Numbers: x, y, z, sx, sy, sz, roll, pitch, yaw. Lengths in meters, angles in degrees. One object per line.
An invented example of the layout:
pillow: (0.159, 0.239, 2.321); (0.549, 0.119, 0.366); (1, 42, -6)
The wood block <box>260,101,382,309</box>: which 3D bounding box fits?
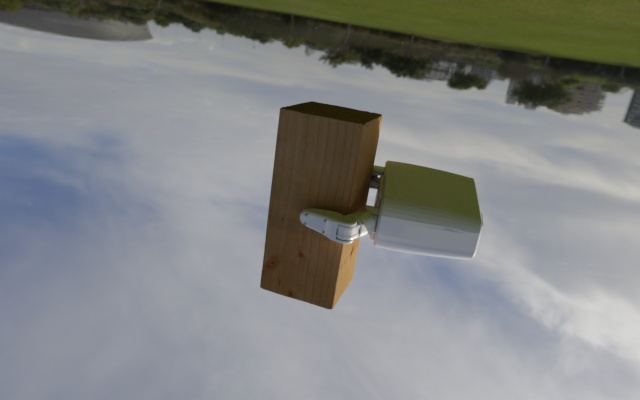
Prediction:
wood block: (0.000, 0.002, 0.536); (0.090, 0.206, 0.090); (14, 20, 16)
